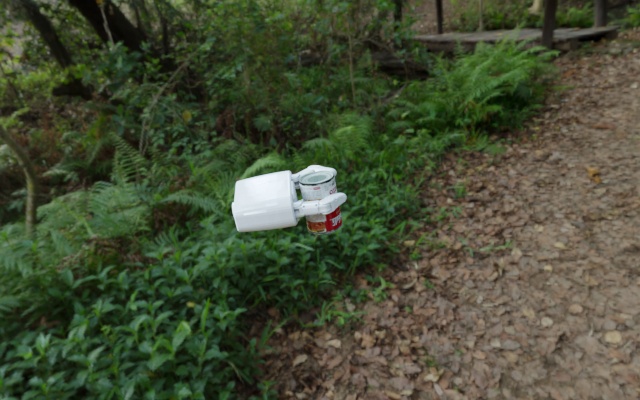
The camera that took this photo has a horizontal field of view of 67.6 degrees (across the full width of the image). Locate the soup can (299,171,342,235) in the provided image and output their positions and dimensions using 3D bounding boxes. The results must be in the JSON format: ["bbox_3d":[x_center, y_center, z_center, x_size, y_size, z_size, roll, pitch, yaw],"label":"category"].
[{"bbox_3d":[0.001,0.003,0.890,0.068,0.102,0.068,-8,23,4],"label":"soup can"}]
